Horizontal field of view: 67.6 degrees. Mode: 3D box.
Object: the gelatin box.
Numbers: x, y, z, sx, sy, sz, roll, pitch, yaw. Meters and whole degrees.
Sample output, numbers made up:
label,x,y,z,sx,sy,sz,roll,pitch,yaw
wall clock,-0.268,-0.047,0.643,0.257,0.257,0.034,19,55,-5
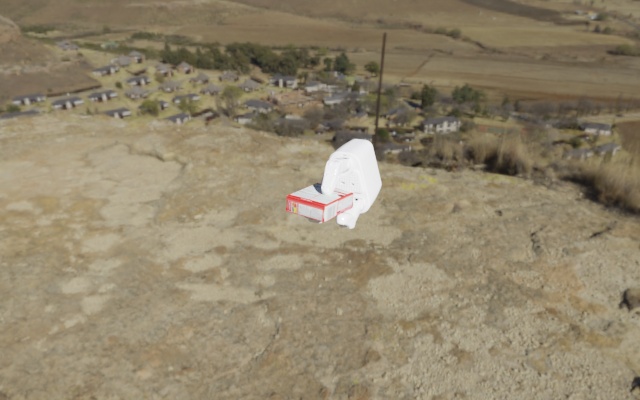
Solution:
label,x,y,z,sx,sy,sz,roll,pitch,yaw
gelatin box,0.000,0.002,0.758,0.073,0.030,0.089,15,23,30
